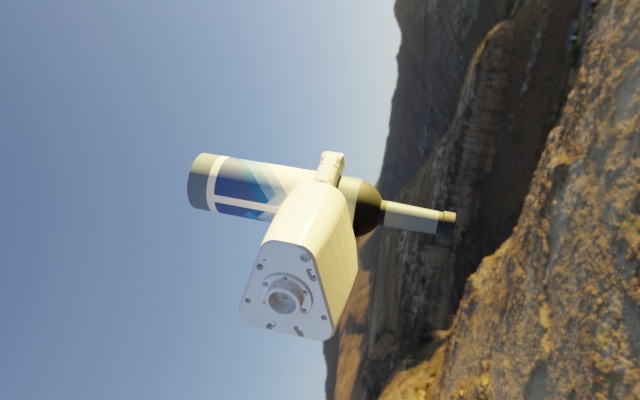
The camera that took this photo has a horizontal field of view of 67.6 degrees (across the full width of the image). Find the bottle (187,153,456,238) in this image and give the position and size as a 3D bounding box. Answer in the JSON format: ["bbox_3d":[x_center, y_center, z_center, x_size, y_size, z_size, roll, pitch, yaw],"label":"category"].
[{"bbox_3d":[0.000,0.002,0.537,0.295,0.069,0.069,10,2,11],"label":"bottle"}]
